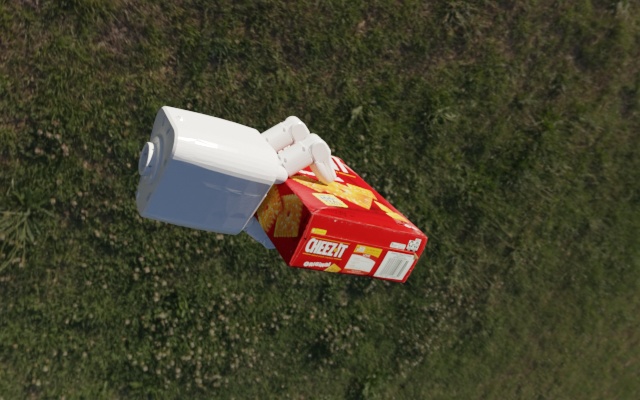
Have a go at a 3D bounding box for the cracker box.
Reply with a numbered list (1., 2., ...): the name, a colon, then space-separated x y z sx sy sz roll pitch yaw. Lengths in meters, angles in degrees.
1. cracker box: 0.000 0.002 0.570 0.164 0.072 0.213 13 22 -35
